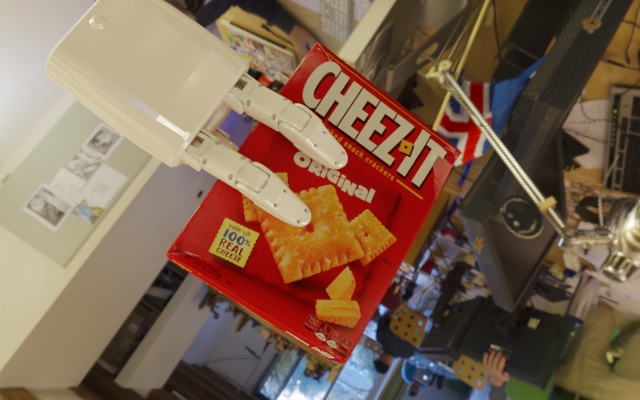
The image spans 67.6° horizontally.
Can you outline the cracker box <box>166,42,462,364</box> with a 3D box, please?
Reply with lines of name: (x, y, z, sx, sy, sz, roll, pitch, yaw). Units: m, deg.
cracker box: (0.000, 0.001, 0.407, 0.164, 0.213, 0.072, 35, -16, -10)
